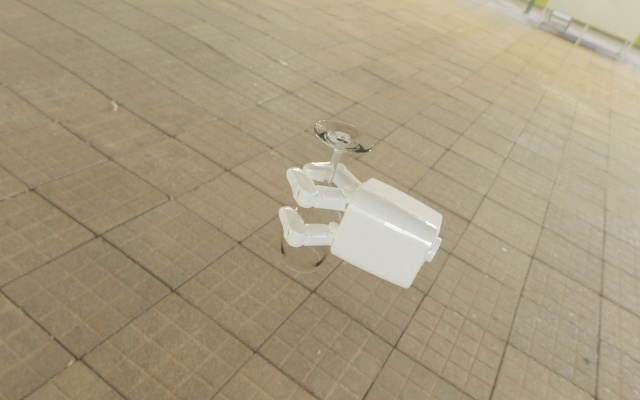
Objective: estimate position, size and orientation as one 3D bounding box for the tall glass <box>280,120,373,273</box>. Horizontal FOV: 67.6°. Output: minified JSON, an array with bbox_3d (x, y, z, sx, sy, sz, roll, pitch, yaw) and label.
[{"bbox_3d":[0.000,0.001,0.620,0.079,0.201,0.079,14,34,-9],"label":"tall glass"}]
